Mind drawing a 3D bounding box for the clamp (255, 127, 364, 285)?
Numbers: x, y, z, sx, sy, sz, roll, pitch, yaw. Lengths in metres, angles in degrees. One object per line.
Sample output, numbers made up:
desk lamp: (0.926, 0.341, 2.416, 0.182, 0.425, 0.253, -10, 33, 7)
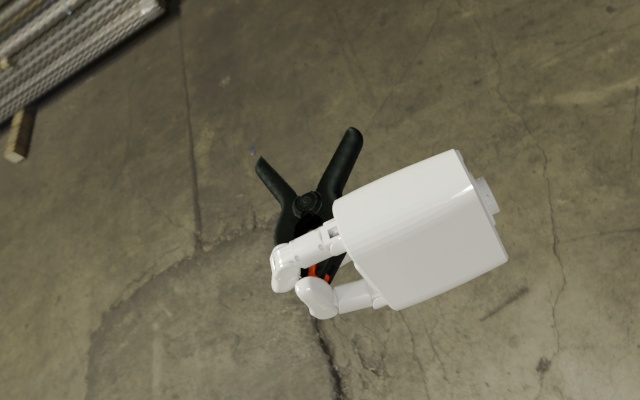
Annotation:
clamp: (0.000, 0.001, 0.464, 0.120, 0.171, 0.039, -27, -35, 16)
